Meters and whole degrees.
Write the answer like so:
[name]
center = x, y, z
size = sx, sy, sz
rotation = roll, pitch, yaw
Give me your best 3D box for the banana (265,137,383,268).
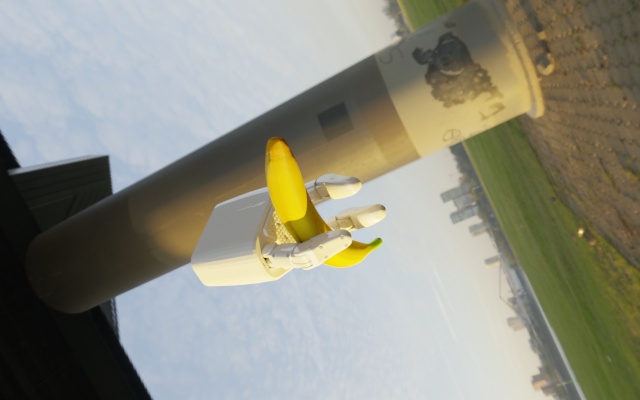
[banana]
center = -0.006, 0.019, 0.510
size = 0.037, 0.069, 0.198
rotation = 2, -34, 45
